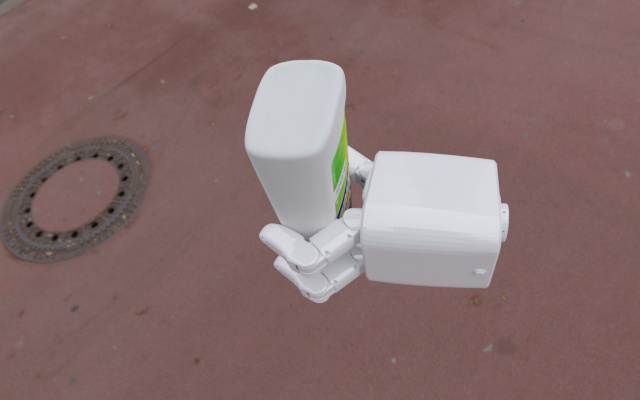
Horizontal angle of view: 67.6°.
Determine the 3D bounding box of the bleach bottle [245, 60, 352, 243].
[{"bbox_3d":[0.000,0.002,0.444,0.068,0.102,0.251,3,-33,13],"label":"bleach bottle"}]
